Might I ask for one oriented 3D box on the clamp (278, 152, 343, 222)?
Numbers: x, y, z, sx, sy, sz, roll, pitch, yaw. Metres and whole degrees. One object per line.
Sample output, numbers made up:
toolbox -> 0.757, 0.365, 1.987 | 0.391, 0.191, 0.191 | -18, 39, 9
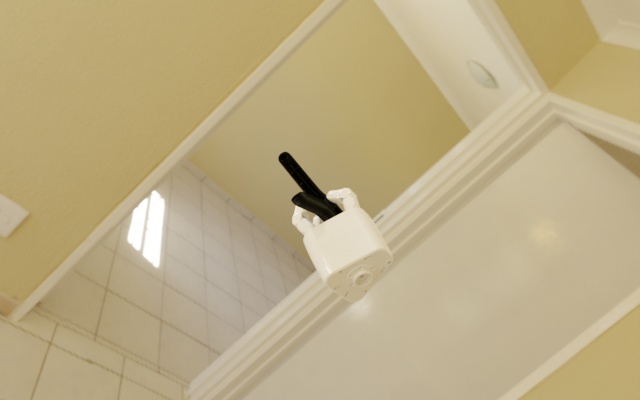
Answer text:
clamp -> 0.001, 0.003, 0.879 | 0.210, 0.036, 0.164 | 41, 16, -38
